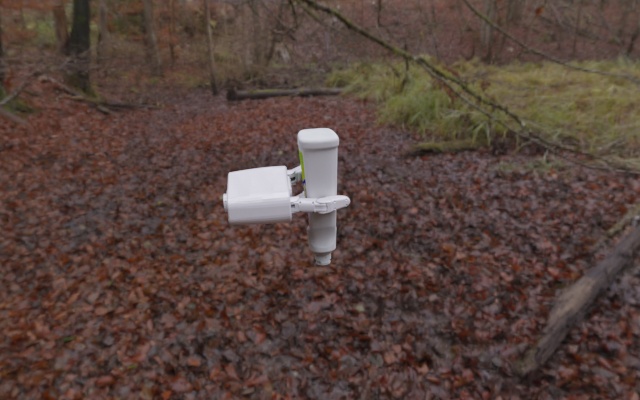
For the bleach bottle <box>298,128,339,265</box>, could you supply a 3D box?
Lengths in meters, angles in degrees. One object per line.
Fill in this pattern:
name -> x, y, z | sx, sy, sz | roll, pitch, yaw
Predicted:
bleach bottle -> 0.000, 0.003, 0.860 | 0.068, 0.251, 0.102 | -5, 20, -5
